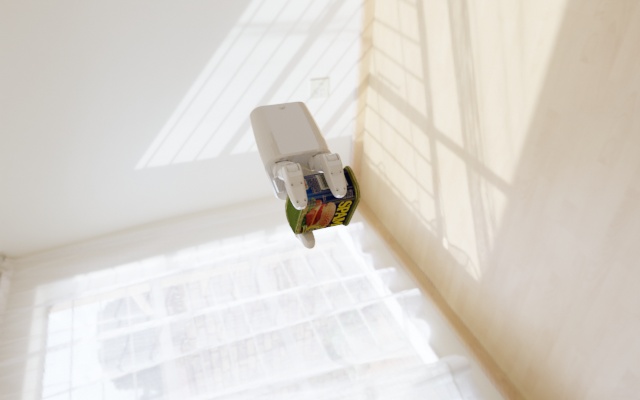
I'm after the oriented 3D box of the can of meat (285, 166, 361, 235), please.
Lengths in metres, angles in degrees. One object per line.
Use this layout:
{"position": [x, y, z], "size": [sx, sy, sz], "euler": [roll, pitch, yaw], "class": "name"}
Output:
{"position": [0.000, 0.002, 0.675], "size": [0.084, 0.057, 0.102], "euler": [-11, -29, -18], "class": "can of meat"}
